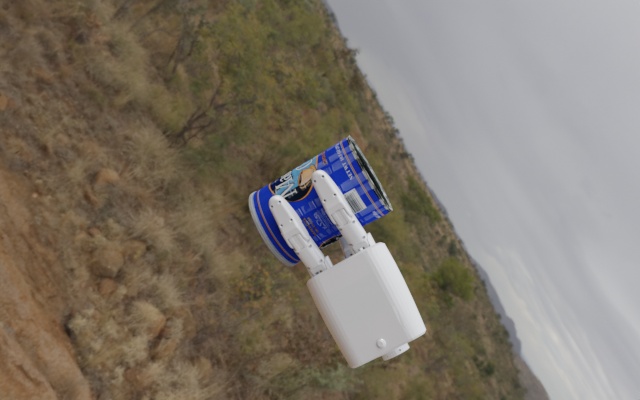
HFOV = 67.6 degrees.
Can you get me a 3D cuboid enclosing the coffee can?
[{"bbox_3d":[0.000,0.002,0.574,0.140,0.103,0.103,-30,-6,11],"label":"coffee can"}]
